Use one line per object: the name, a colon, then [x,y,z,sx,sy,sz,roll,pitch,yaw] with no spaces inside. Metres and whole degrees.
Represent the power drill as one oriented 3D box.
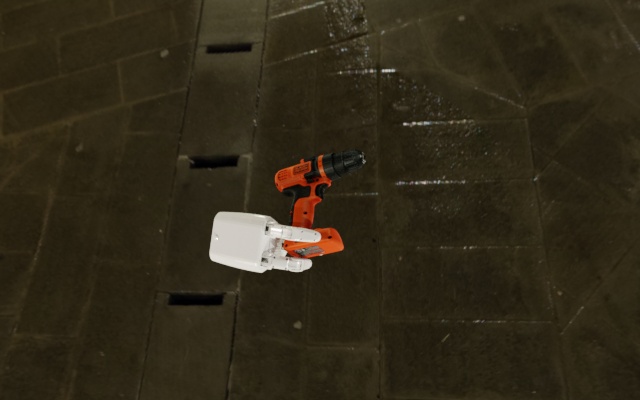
power drill: [0.000,0.003,0.867,0.184,0.187,0.057,-16,-34,26]
